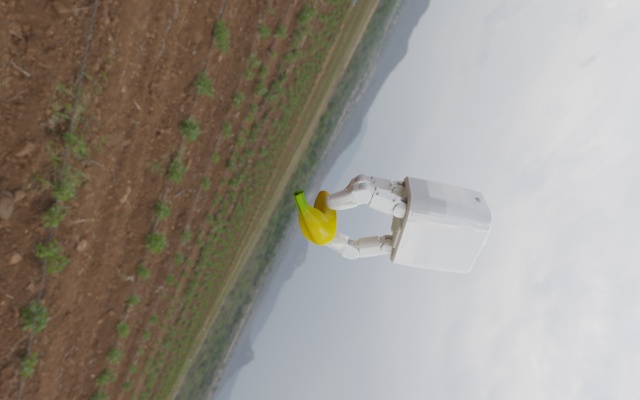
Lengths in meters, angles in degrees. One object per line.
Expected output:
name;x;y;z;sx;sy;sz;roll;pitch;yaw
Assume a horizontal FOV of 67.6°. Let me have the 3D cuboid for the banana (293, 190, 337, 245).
banana;0.001;0.021;0.613;0.037;0.069;0.198;-4;0;7
